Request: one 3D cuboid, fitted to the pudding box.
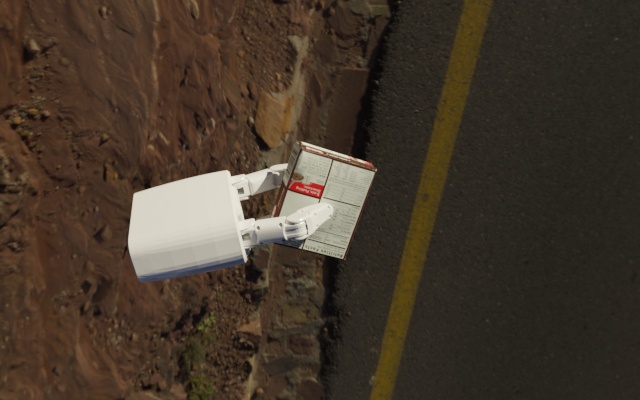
[{"bbox_3d":[0.000,0.002,0.522,0.090,0.113,0.039,15,16,-15],"label":"pudding box"}]
